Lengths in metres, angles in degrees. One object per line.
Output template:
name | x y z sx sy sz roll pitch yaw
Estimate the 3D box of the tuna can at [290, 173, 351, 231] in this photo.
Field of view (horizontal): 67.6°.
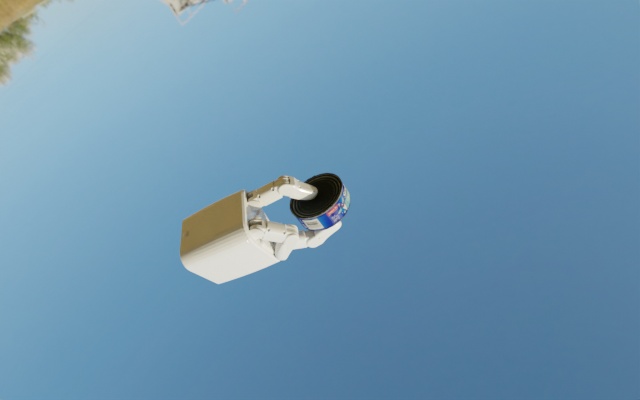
tuna can | 0.000 0.003 0.695 0.086 0.086 0.034 0 -39 36
